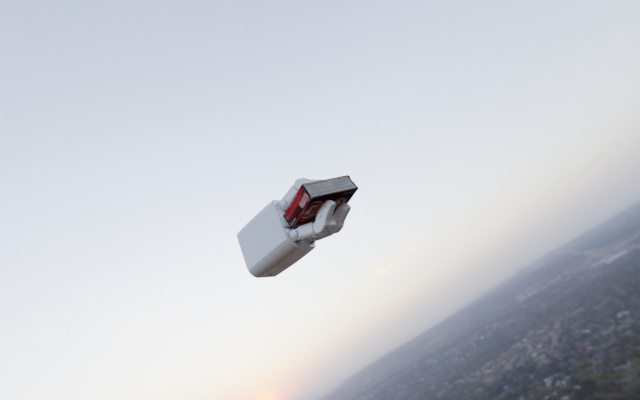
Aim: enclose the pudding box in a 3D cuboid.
[{"bbox_3d":[0.000,0.003,0.848,0.113,0.039,0.090,-15,-28,-40],"label":"pudding box"}]
